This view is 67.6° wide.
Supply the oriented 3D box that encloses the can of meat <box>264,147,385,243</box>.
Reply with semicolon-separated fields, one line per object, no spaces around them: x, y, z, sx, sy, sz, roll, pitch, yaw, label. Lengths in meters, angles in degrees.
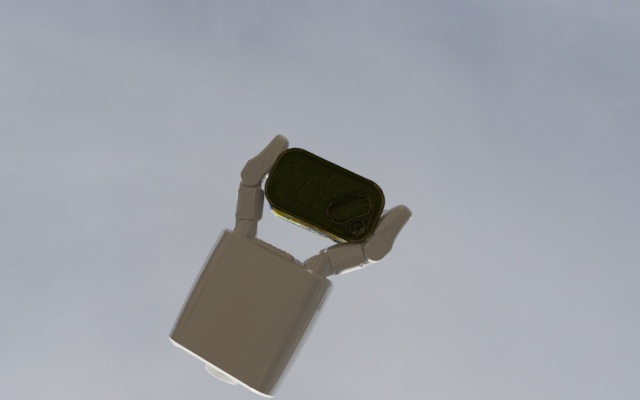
0.000;0.001;0.446;0.102;0.057;0.084;24;-11;-2;can of meat
